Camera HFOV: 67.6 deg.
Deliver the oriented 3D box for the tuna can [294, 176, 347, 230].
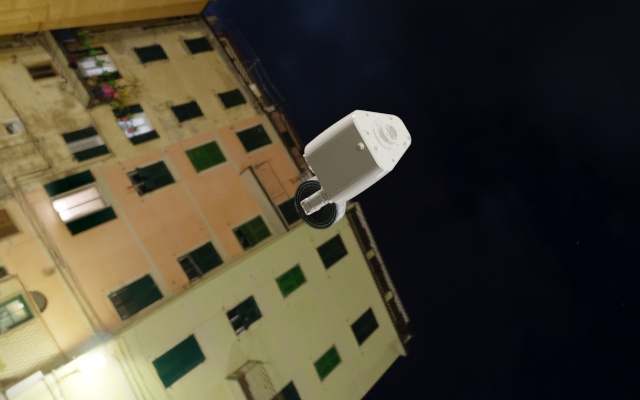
[{"bbox_3d":[0.000,0.002,0.789,0.086,0.086,0.033,0,19,37],"label":"tuna can"}]
